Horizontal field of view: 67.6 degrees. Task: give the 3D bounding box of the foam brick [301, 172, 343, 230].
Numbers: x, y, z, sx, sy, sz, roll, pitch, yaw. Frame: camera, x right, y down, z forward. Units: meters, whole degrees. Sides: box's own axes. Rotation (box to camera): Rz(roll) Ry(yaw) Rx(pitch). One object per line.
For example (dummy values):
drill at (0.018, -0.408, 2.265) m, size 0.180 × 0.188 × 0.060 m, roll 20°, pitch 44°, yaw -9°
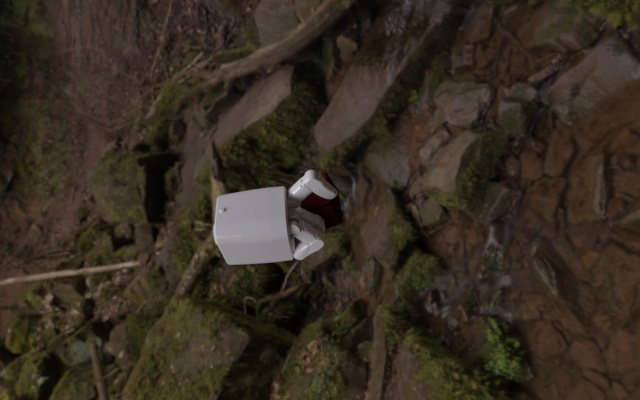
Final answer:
foam brick at (0.000, 0.002, 0.775) m, size 0.051 × 0.078 × 0.053 m, roll -22°, pitch -49°, yaw 14°
